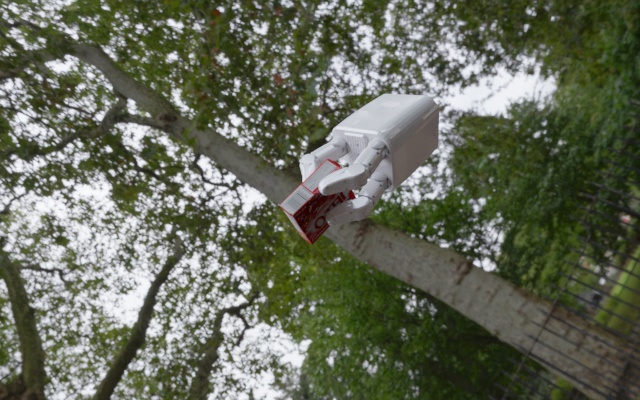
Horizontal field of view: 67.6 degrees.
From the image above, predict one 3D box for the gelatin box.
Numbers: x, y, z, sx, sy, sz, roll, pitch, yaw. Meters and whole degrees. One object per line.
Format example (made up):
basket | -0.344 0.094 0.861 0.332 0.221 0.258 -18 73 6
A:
gelatin box | 0.000 0.002 0.607 0.030 0.089 0.073 36 -15 36
